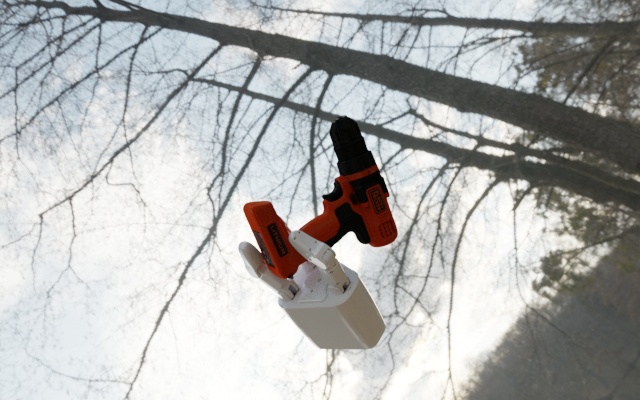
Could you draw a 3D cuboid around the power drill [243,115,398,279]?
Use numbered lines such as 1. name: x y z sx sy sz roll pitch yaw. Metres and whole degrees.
1. power drill: 0.000 0.002 0.616 0.187 0.184 0.057 -25 9 -19
